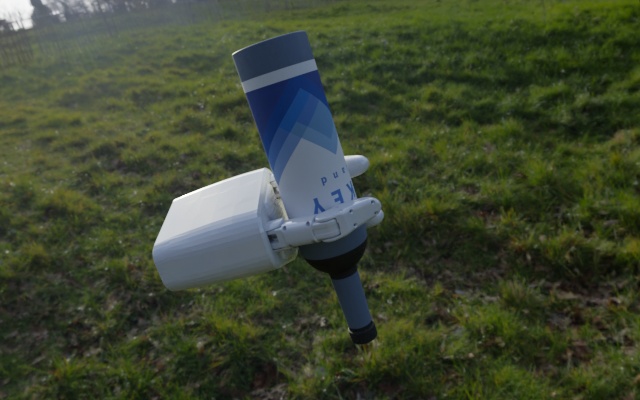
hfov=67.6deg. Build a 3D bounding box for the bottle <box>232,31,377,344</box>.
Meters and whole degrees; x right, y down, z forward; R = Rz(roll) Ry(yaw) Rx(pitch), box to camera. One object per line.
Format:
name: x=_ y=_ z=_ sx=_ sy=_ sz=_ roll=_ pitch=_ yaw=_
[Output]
bottle: x=0.000 y=0.001 z=0.443 sx=0.069 sy=0.296 sz=0.069 roll=-17 pitch=15 yaw=4
